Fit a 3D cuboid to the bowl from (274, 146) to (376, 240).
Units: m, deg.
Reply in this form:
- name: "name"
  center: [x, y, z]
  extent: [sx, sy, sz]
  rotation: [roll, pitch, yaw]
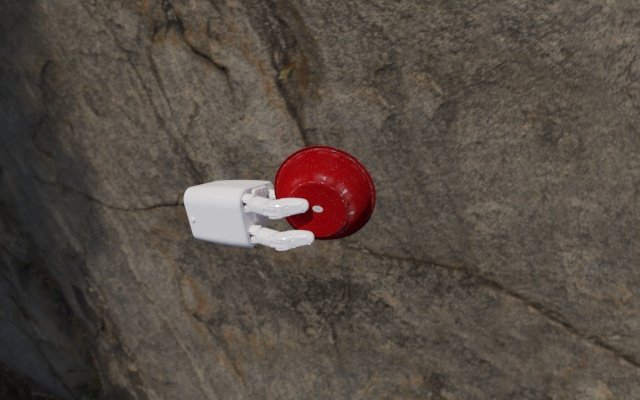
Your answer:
- name: "bowl"
  center: [0.001, 0.002, 0.716]
  extent: [0.162, 0.162, 0.055]
  rotation: [0, 27, 13]
